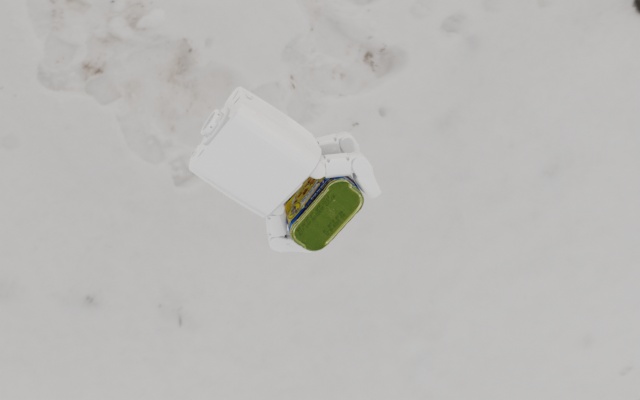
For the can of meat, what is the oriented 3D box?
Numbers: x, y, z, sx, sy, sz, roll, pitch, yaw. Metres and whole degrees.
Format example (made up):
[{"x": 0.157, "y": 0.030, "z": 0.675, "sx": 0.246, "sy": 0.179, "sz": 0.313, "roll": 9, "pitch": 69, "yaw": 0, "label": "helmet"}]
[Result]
[{"x": 0.000, "y": 0.002, "z": 0.585, "sx": 0.057, "sy": 0.102, "sz": 0.084, "roll": 35, "pitch": 14, "yaw": -24, "label": "can of meat"}]
